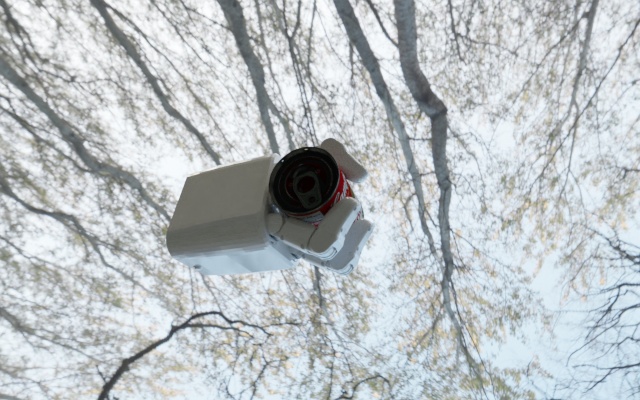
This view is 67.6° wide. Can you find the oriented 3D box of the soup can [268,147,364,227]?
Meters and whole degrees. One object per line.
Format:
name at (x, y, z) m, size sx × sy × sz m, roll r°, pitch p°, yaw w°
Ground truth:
soup can at (0.001, 0.001, 0.472) m, size 0.068 × 0.068 × 0.102 m, roll 0°, pitch -24°, yaw 20°
